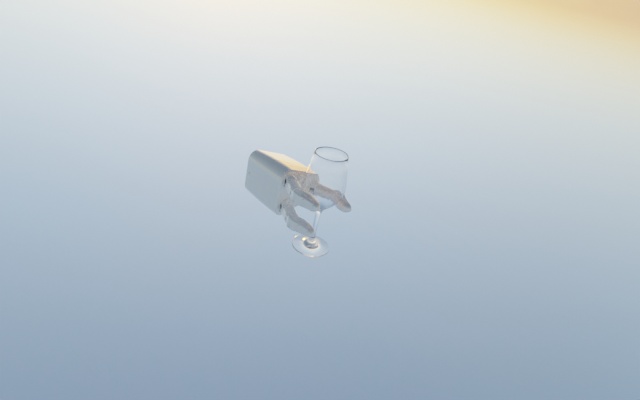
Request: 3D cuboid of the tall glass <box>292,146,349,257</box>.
[{"bbox_3d":[0.000,0.004,0.888,0.079,0.201,0.079,10,29,-6],"label":"tall glass"}]
